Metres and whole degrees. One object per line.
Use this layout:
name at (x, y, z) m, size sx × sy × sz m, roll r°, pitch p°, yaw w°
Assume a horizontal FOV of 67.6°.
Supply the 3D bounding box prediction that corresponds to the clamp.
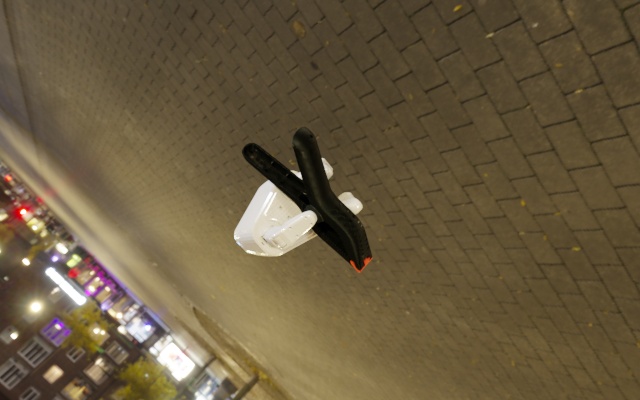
clamp at (0.000, 0.003, 0.565) m, size 0.036 × 0.210 × 0.164 m, roll -45°, pitch 13°, yaw -21°
